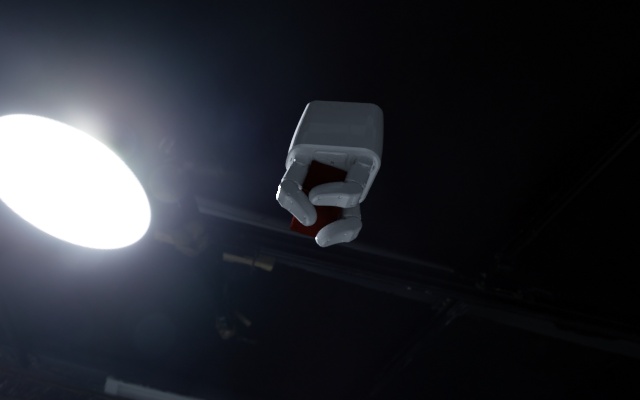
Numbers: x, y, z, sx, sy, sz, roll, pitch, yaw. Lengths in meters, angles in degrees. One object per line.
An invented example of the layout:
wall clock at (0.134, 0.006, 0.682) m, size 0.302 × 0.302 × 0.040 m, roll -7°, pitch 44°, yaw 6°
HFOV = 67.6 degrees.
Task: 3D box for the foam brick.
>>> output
foam brick at (0.000, 0.002, 0.582) m, size 0.053 × 0.051 × 0.078 m, roll 18°, pitch -45°, yaw -2°
